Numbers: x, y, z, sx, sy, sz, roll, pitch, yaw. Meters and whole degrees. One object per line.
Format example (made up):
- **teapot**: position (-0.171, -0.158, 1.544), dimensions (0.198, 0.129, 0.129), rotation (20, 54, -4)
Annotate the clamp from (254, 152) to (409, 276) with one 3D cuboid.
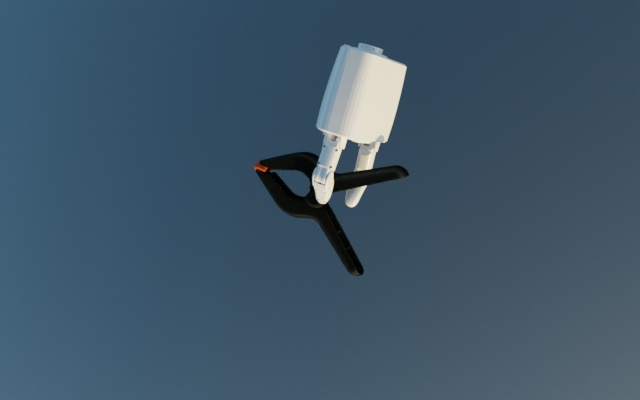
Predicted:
- **clamp**: position (-0.001, 0.002, 0.665), dimensions (0.210, 0.164, 0.036), rotation (20, 14, 16)
